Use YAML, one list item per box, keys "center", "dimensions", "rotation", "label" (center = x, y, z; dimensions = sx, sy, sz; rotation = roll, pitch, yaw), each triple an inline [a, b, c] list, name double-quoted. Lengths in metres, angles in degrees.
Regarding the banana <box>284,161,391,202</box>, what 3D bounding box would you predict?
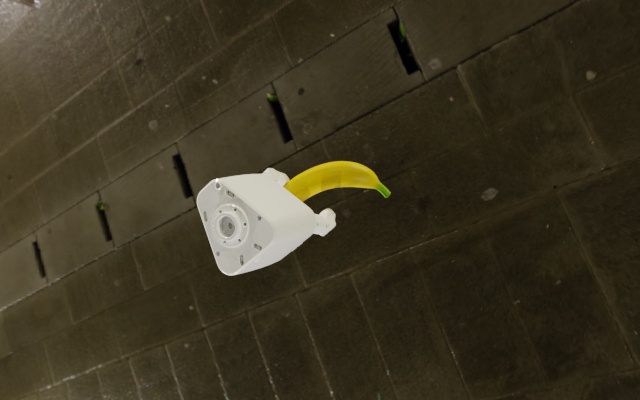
- center: [-0.001, -0.017, 0.702]
  dimensions: [0.198, 0.069, 0.037]
  rotation: [-13, 3, 22]
  label: "banana"
